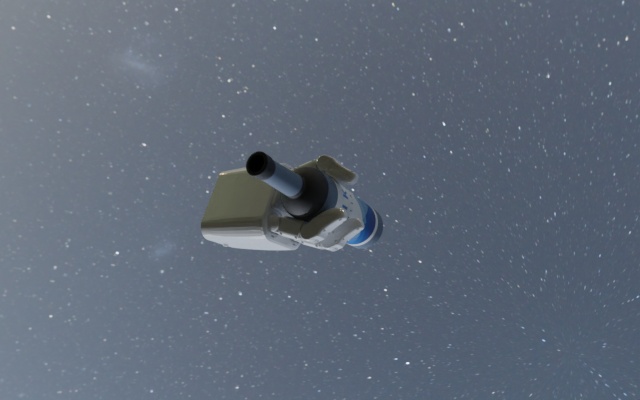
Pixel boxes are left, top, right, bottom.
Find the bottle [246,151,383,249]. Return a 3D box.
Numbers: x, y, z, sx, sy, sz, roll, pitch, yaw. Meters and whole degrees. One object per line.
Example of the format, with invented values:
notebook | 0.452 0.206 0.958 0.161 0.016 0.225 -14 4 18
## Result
bottle | 0.000 0.002 0.615 0.069 0.069 0.296 0 -16 28
